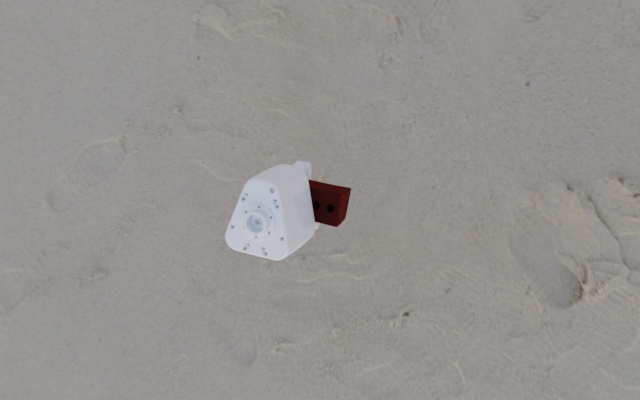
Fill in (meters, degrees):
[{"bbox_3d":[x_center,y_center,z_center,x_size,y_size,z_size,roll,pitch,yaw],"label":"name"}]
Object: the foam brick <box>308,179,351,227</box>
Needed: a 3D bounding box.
[{"bbox_3d":[0.000,0.002,0.726,0.078,0.053,0.051,12,15,14],"label":"foam brick"}]
